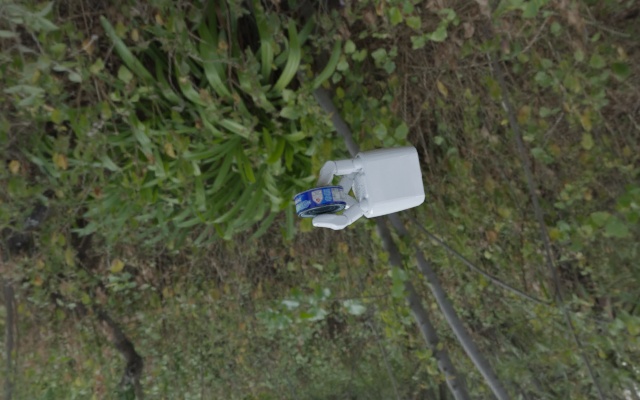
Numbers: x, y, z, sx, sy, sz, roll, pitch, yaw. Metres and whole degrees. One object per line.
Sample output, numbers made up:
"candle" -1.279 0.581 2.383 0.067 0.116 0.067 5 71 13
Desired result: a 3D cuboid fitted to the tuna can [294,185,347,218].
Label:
"tuna can" 0.000 0.003 0.803 0.086 0.033 0.086 -11 -12 -2
